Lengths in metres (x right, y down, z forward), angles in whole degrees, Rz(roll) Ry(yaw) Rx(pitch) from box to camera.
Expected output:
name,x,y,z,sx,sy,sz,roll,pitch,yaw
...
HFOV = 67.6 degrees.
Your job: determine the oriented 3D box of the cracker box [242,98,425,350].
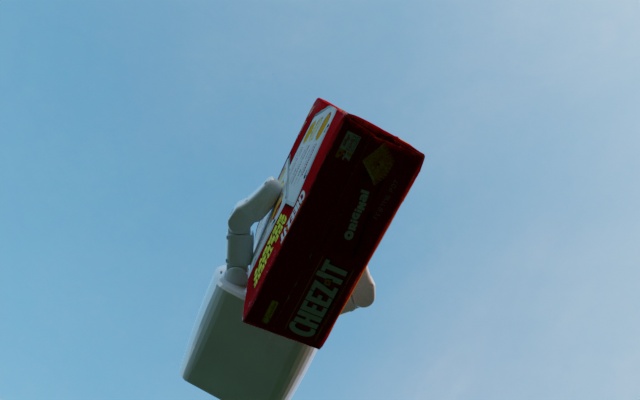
name,x,y,z,sx,sy,sz,roll,pitch,yaw
cracker box,0.000,0.001,0.426,0.072,0.164,0.213,24,11,-11
